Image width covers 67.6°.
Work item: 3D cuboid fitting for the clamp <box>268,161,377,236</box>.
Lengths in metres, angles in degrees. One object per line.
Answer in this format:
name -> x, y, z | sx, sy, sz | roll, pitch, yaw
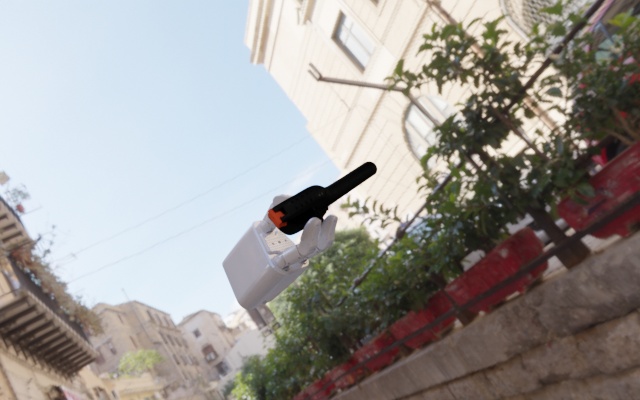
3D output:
clamp -> -0.001, 0.002, 0.743 | 0.036, 0.165, 0.210 | 48, 25, 18
